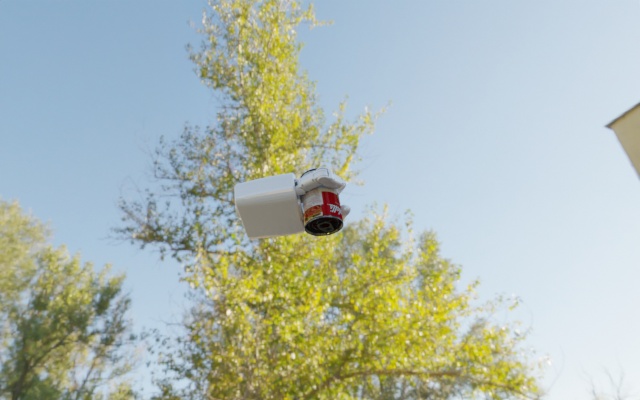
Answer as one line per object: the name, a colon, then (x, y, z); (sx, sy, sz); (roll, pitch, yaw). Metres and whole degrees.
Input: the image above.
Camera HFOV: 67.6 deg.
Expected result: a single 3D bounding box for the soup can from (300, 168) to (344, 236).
soup can: (0.001, 0.002, 0.841); (0.068, 0.102, 0.068); (-6, -32, -4)
